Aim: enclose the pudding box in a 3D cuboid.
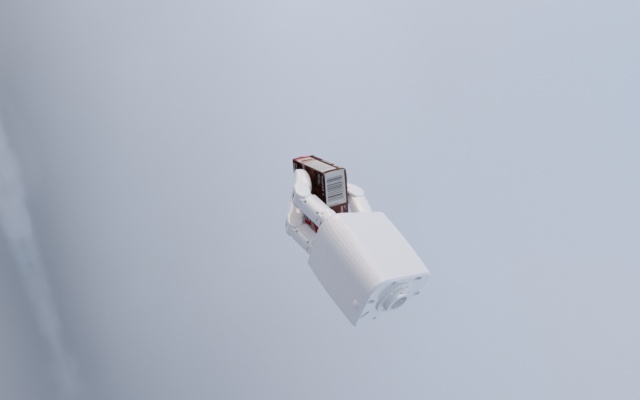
[{"bbox_3d":[0.000,0.002,0.654,0.039,0.113,0.090,-13,22,-28],"label":"pudding box"}]
